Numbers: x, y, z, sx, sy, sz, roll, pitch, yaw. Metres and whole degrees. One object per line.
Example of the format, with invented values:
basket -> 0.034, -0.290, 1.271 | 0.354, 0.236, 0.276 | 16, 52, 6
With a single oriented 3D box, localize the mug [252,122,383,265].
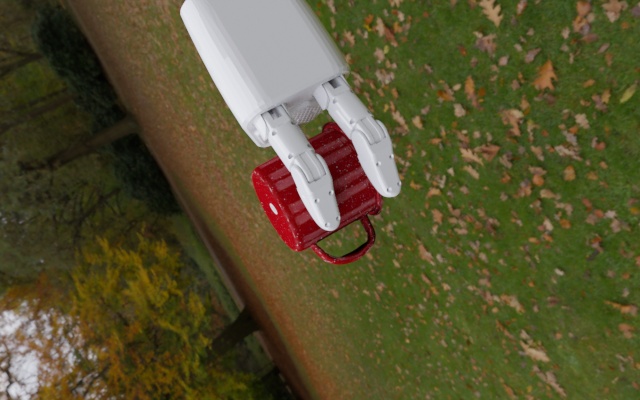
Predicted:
mug -> 0.001, 0.003, 0.411 | 0.081, 0.117, 0.093 | -29, -7, -16
